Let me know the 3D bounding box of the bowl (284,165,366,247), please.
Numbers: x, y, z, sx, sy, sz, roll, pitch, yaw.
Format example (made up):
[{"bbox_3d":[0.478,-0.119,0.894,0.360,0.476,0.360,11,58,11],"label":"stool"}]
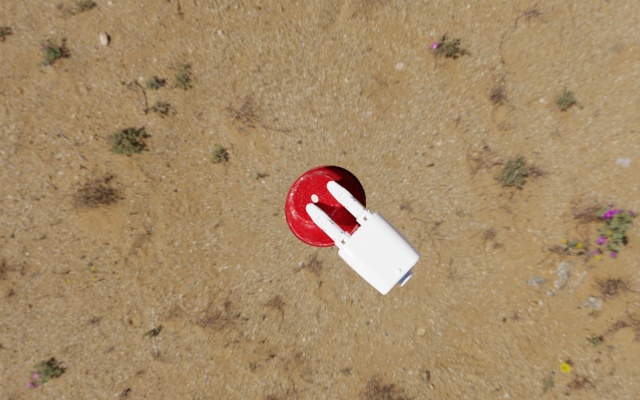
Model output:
[{"bbox_3d":[-0.001,0.002,0.881,0.162,0.162,0.055,0,-15,18],"label":"bowl"}]
